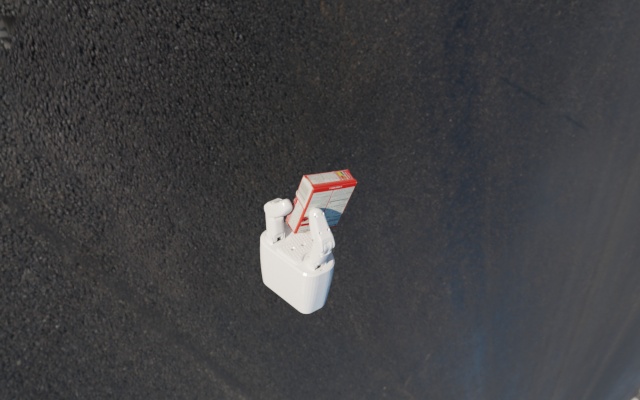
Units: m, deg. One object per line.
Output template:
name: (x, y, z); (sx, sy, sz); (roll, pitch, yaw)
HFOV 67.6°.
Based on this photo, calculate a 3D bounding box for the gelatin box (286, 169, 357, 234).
gelatin box: (0.000, 0.002, 0.648); (0.073, 0.089, 0.030); (-10, 49, -34)
